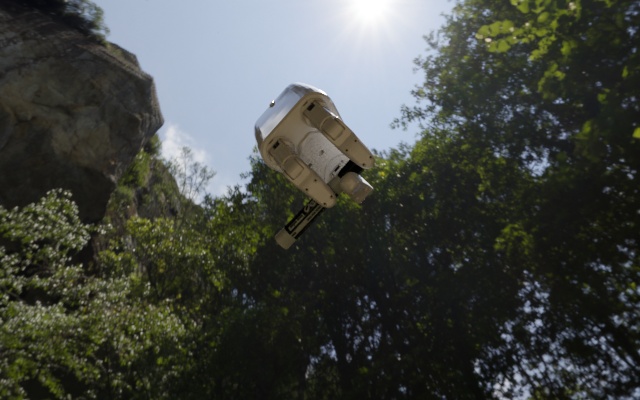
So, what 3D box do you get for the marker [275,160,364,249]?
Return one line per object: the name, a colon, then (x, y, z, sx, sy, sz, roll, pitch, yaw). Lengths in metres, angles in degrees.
marker: (0.000, 0.002, 0.492, 0.020, 0.121, 0.020, 43, 6, -6)
